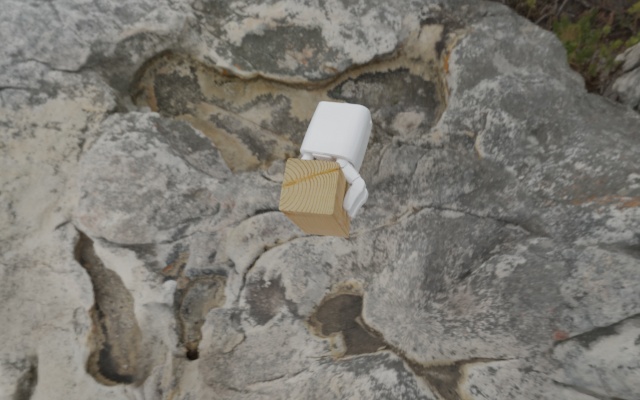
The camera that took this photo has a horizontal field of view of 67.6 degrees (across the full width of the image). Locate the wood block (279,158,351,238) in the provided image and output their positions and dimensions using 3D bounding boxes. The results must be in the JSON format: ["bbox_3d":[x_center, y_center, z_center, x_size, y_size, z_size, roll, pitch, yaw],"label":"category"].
[{"bbox_3d":[0.000,0.002,0.856,0.091,0.090,0.206,6,-13,12],"label":"wood block"}]
